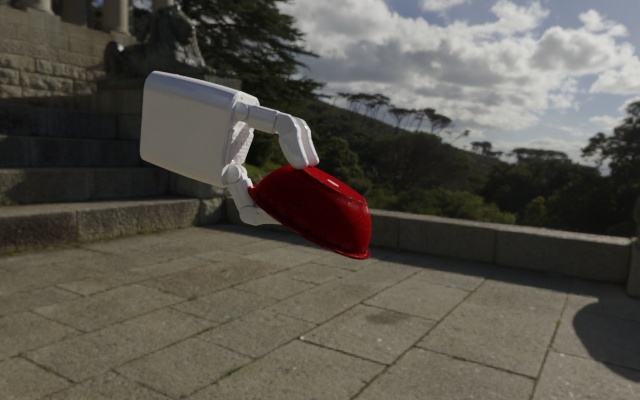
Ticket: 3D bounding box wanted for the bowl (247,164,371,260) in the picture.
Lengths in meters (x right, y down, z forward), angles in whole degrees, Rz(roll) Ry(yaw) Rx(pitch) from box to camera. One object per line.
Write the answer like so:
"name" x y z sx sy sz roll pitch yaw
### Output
"bowl" 0.001 0.002 0.549 0.162 0.055 0.162 29 9 -5
